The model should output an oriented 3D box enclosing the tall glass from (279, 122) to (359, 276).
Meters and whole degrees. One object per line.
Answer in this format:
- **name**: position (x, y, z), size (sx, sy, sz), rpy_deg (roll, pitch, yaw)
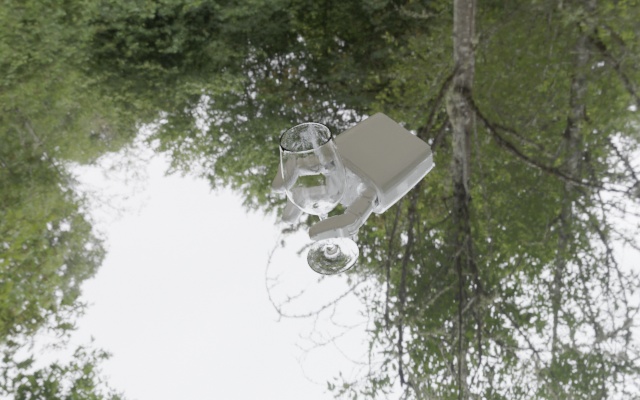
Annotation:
- **tall glass**: position (0.000, 0.003, 0.606), size (0.079, 0.201, 0.079), rpy_deg (-8, 40, 7)
